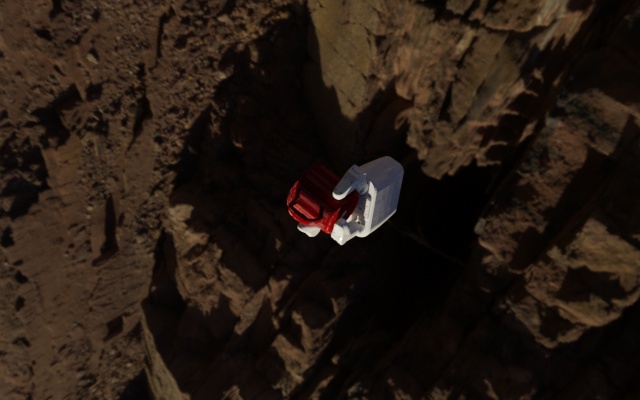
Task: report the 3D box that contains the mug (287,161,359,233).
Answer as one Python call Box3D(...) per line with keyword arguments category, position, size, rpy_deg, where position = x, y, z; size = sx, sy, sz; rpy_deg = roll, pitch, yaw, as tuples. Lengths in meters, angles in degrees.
Box3D(category="mug", position=(-0.001, 0.003, 0.754), size=(0.081, 0.093, 0.117), rpy_deg=(39, 41, 19))
